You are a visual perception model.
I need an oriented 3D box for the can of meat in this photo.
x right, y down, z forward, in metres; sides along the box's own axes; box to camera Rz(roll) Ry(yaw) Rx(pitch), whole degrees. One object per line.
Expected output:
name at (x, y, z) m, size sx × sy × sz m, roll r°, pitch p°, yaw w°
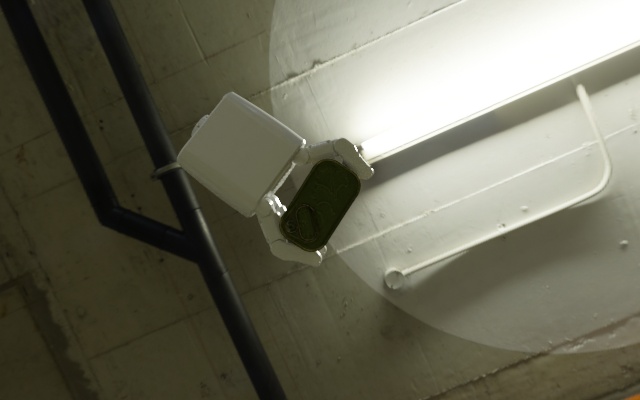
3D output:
can of meat at (0.000, 0.002, 0.555) m, size 0.057 × 0.102 × 0.084 m, roll 32°, pitch 5°, yaw -2°
